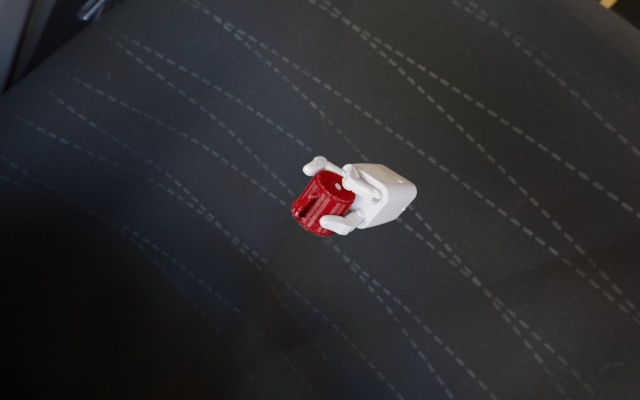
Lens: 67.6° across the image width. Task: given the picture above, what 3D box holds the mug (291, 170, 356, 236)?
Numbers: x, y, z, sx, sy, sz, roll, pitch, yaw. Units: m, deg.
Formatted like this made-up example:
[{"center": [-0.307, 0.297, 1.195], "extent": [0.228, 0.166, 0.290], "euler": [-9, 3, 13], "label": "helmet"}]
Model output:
[{"center": [-0.001, 0.003, 0.823], "extent": [0.117, 0.093, 0.081], "euler": [-8, -38, -48], "label": "mug"}]
